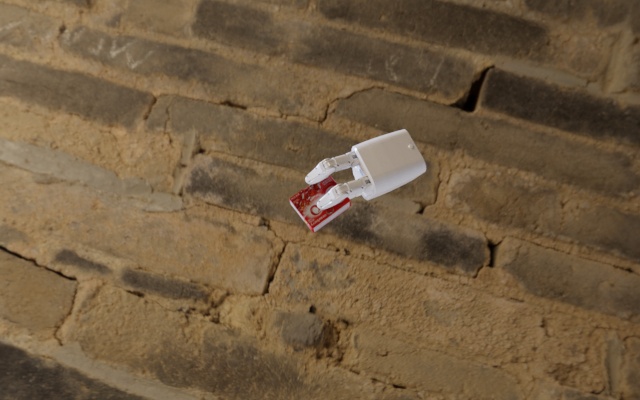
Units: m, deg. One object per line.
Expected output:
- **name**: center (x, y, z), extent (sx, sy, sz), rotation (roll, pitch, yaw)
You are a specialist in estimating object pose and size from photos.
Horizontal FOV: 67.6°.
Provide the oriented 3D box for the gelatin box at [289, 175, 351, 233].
- **gelatin box**: center (0.000, 0.003, 0.864), extent (0.089, 0.073, 0.030), rotation (-35, -20, -9)
